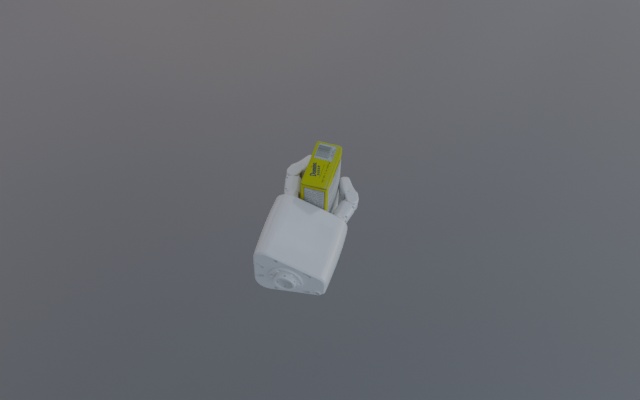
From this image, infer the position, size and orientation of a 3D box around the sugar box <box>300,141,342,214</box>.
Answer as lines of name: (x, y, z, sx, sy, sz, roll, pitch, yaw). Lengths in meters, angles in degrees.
sugar box: (0.000, 0.002, 0.753, 0.048, 0.093, 0.176, 15, -39, 7)
